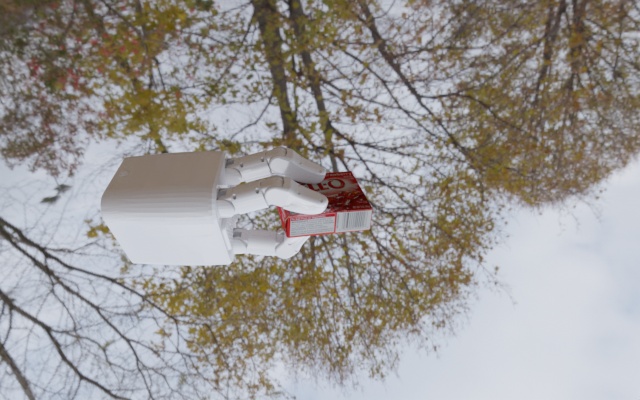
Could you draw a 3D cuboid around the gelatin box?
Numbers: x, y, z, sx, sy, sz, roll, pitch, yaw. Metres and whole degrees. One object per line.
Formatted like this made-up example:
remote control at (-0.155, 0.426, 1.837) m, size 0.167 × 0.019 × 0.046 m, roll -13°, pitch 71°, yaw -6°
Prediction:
gelatin box at (0.000, 0.002, 0.491) m, size 0.089 × 0.030 × 0.073 m, roll -5°, pitch 35°, yaw -14°
